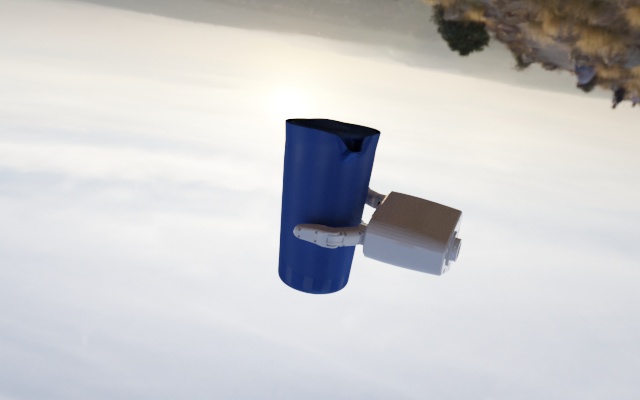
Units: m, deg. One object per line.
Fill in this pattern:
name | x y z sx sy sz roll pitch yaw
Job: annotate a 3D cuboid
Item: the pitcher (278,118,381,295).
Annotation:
pitcher | 0.000 0.002 0.696 0.145 0.243 0.149 14 17 20
